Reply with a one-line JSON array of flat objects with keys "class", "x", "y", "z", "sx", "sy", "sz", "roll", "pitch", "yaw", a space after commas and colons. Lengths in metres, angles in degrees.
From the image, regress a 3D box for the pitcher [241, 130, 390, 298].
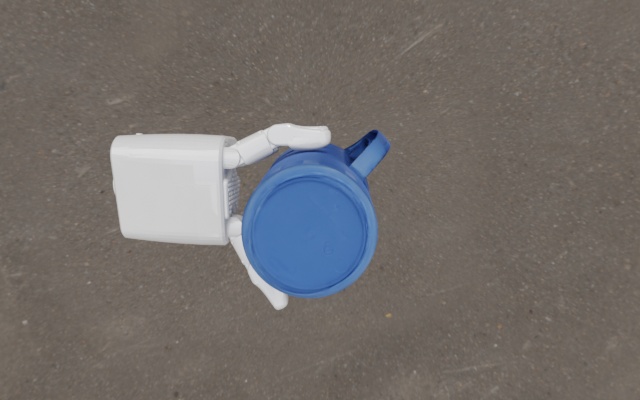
[{"class": "pitcher", "x": 0.000, "y": 0.002, "z": 0.482, "sx": 0.145, "sy": 0.149, "sz": 0.243, "roll": 2, "pitch": 8, "yaw": 0}]
